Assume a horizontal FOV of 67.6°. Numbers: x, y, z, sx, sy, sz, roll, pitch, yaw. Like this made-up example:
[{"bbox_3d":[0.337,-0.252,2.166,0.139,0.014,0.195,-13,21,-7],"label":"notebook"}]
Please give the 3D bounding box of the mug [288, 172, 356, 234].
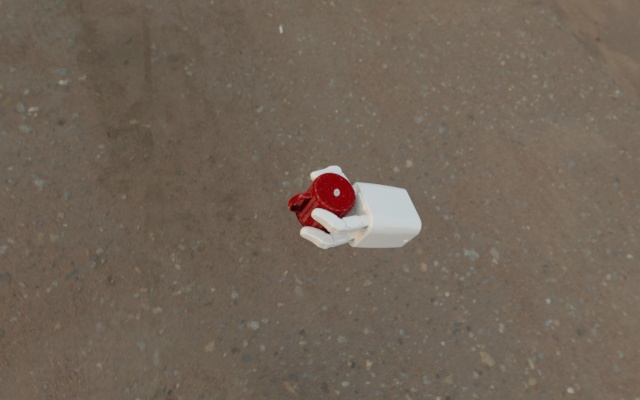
[{"bbox_3d":[-0.001,0.003,0.846,0.117,0.093,0.081,3,-31,-24],"label":"mug"}]
